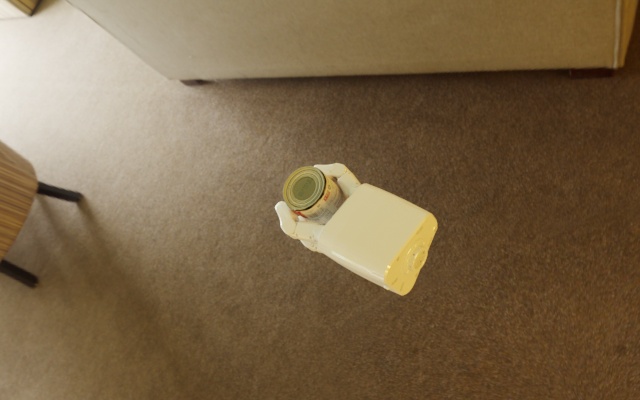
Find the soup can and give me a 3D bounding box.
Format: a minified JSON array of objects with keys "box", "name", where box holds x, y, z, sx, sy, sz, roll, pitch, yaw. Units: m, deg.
[{"box":[0.000,0.002,0.679,0.068,0.068,0.102,0,-23,30],"name":"soup can"}]
